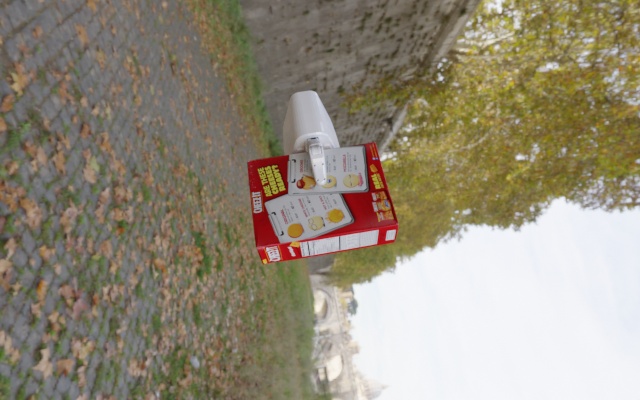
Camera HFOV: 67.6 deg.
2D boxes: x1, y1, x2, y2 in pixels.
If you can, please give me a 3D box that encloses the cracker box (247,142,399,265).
[{"bbox_3d":[0.000,0.002,0.761,0.214,0.164,0.072,-9,-33,-2],"label":"cracker box"}]
